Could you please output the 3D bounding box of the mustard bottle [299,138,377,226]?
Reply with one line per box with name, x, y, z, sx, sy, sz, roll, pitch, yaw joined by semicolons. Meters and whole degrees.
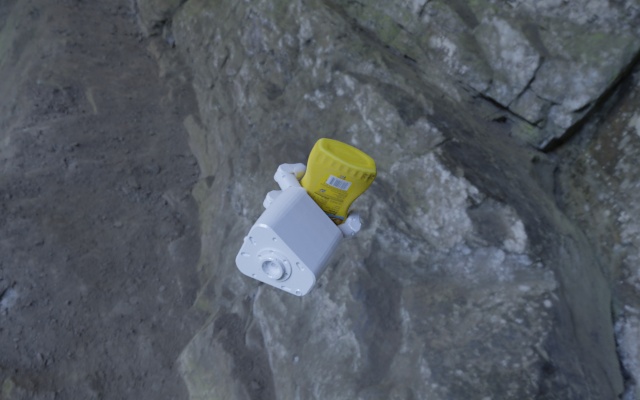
mustard bottle;0.000;0.002;0.724;0.096;0.192;0.058;20;36;-16
